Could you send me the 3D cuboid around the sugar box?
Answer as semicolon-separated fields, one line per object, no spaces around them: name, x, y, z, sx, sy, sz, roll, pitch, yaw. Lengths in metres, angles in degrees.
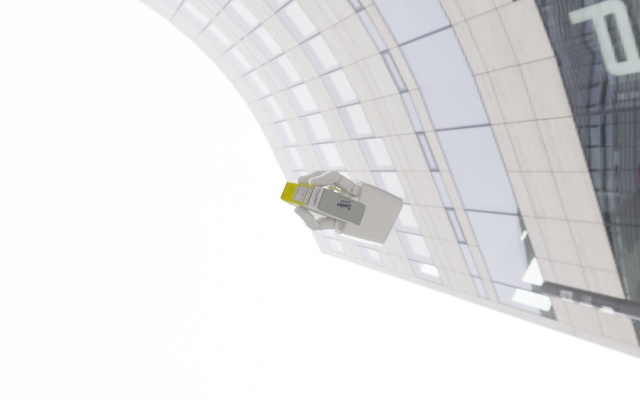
sugar box;0.000;0.002;0.893;0.093;0.048;0.176;22;-7;-27
